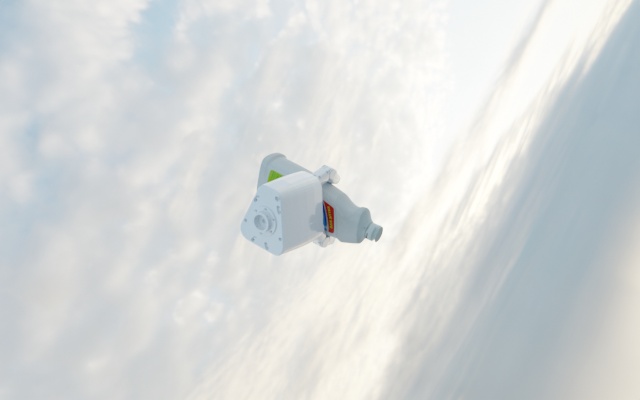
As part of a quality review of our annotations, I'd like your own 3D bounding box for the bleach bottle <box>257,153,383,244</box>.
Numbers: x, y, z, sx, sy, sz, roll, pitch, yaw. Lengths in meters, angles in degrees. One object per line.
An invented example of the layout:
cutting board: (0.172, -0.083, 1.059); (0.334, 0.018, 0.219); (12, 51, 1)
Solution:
bleach bottle: (0.000, 0.003, 0.863); (0.250, 0.103, 0.068); (25, 27, 26)
